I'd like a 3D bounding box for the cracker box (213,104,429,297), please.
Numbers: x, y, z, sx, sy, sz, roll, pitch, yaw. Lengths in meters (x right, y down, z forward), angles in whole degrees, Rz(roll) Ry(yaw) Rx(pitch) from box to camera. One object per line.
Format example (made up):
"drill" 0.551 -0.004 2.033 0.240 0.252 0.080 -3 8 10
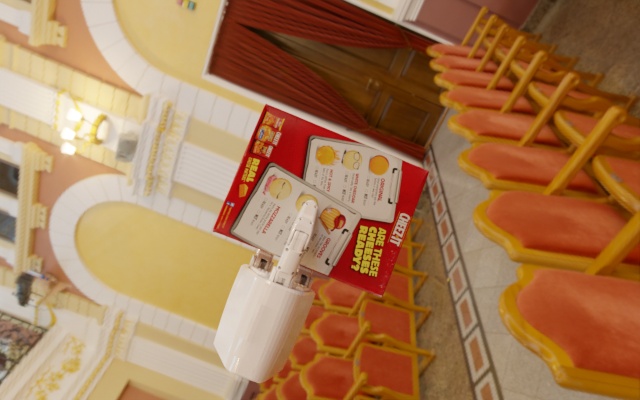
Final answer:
"cracker box" 0.000 0.002 0.588 0.214 0.164 0.072 22 -5 -4
